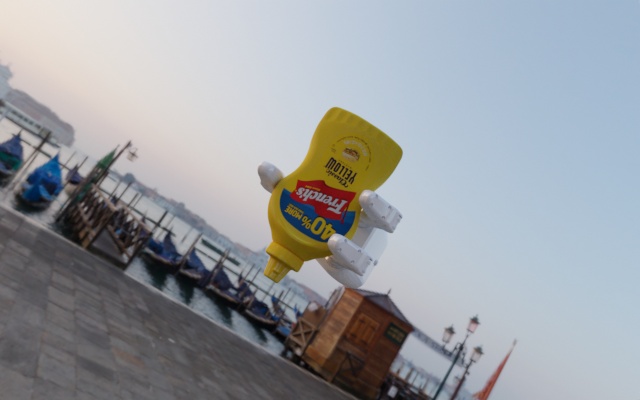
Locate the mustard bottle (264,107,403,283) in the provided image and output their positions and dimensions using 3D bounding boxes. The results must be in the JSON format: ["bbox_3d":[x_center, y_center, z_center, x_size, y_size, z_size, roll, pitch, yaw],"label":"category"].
[{"bbox_3d":[0.000,0.001,0.504,0.096,0.191,0.058,33,-11,-1],"label":"mustard bottle"}]
